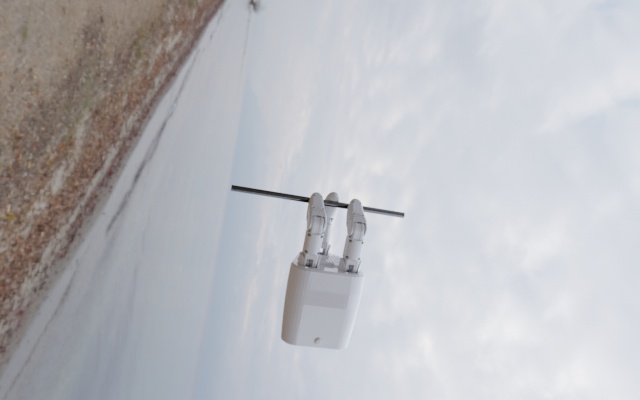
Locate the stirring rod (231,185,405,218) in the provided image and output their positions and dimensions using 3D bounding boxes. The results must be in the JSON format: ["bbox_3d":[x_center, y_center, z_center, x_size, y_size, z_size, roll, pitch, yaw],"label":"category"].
[{"bbox_3d":[0.000,0.002,0.646,0.239,0.011,0.011,9,-2,-11],"label":"stirring rod"}]
